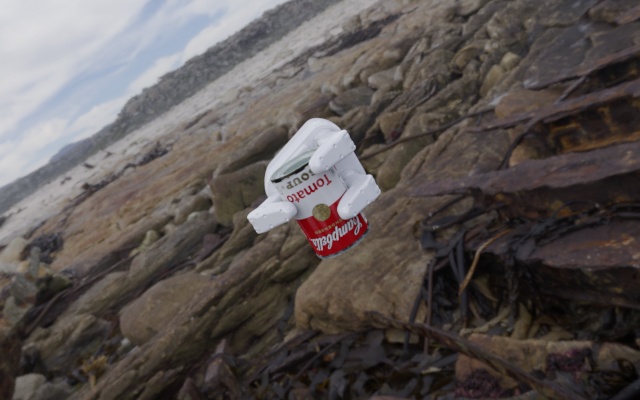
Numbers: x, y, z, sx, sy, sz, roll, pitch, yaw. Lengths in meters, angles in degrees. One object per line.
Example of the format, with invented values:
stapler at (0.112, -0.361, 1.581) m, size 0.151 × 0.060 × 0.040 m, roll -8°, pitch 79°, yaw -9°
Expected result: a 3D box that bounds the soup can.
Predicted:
soup can at (0.000, 0.002, 0.512) m, size 0.068 × 0.102 × 0.068 m, roll -29°, pitch 16°, yaw 9°
